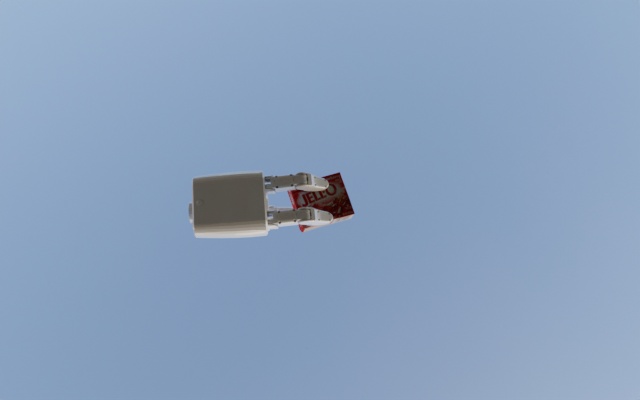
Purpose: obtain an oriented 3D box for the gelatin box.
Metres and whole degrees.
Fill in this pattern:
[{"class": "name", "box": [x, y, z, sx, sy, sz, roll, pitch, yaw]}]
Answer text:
[{"class": "gelatin box", "box": [0.000, 0.003, 0.753, 0.089, 0.073, 0.030, -15, -14, -16]}]
